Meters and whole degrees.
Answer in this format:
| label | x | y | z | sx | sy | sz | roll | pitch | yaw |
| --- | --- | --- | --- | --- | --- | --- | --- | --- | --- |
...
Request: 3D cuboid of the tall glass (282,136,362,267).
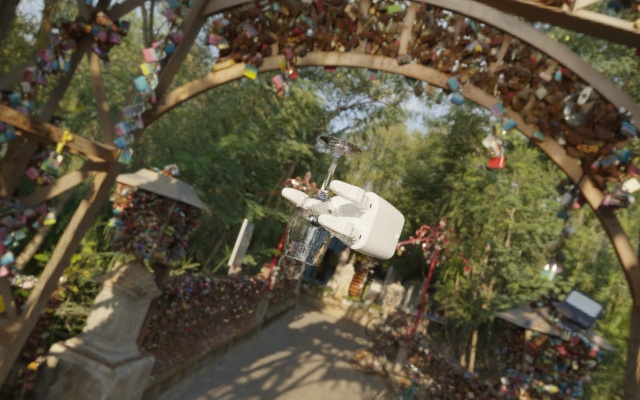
| label | x | y | z | sx | sy | sz | roll | pitch | yaw |
| --- | --- | --- | --- | --- | --- | --- | --- | --- | --- |
| tall glass | 0.000 | 0.002 | 0.770 | 0.079 | 0.201 | 0.079 | 19 | -7 | 3 |
